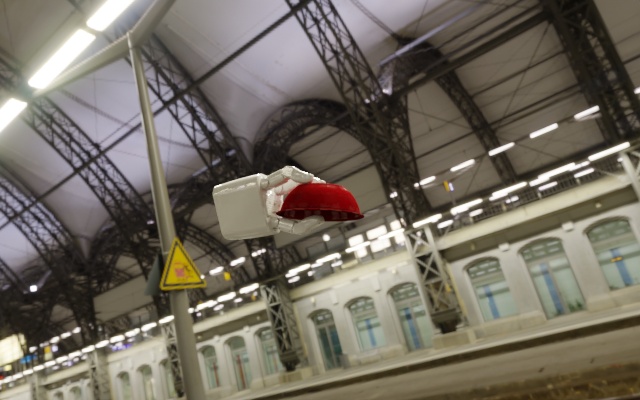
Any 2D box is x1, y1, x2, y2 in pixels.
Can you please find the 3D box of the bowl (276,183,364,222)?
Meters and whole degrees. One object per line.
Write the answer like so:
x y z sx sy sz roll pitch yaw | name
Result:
0.001 0.002 0.878 0.162 0.055 0.162 2 -9 0 | bowl
